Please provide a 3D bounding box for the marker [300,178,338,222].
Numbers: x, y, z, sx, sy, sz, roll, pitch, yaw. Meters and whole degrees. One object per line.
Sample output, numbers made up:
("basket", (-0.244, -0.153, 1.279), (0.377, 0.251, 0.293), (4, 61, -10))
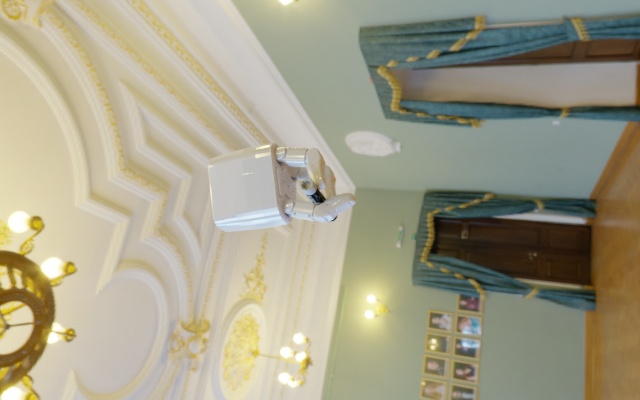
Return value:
("marker", (0.000, 0.002, 0.673), (0.020, 0.020, 0.121), (0, -22, 19))
